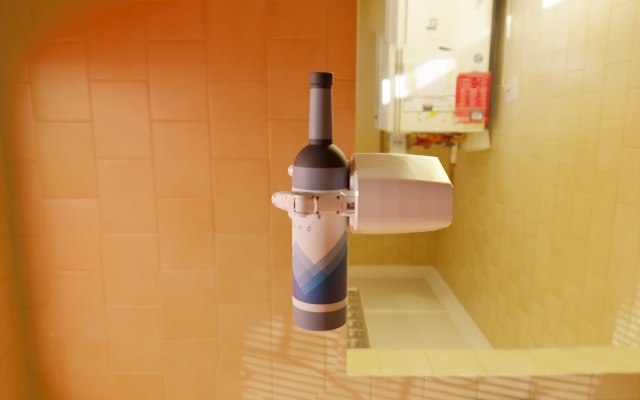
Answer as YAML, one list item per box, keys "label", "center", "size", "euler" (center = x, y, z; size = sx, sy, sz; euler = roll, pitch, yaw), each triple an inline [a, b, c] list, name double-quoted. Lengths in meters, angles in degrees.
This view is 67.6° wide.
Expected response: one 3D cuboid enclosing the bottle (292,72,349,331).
- label: "bottle"
  center: [0.000, 0.002, 0.561]
  size: [0.069, 0.296, 0.069]
  euler: [0, 10, 0]
